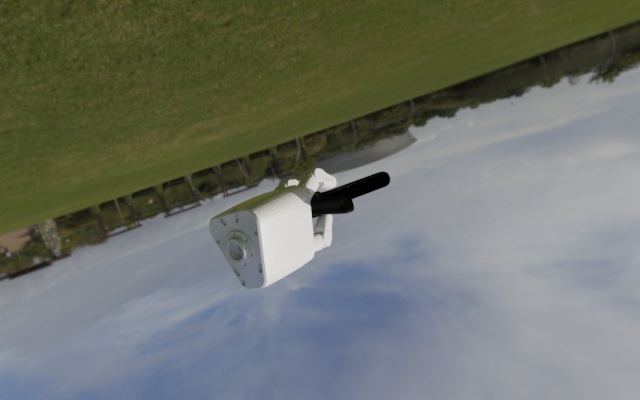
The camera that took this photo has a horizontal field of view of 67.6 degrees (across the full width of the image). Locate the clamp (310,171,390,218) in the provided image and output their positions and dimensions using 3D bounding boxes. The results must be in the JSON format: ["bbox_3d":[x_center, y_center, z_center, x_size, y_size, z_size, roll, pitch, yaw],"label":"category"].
[{"bbox_3d":[0.000,0.003,0.741,0.210,0.036,0.164,-14,7,37],"label":"clamp"}]
